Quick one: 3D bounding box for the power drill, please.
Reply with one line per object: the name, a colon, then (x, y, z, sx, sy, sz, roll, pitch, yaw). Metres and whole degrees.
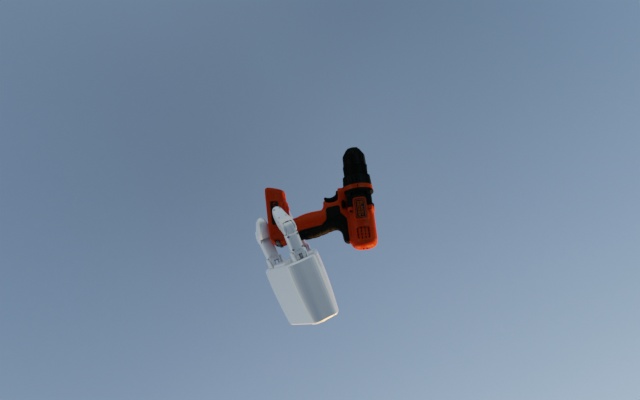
power drill: (0.000, 0.003, 0.835, 0.187, 0.184, 0.057, -8, -17, 5)
